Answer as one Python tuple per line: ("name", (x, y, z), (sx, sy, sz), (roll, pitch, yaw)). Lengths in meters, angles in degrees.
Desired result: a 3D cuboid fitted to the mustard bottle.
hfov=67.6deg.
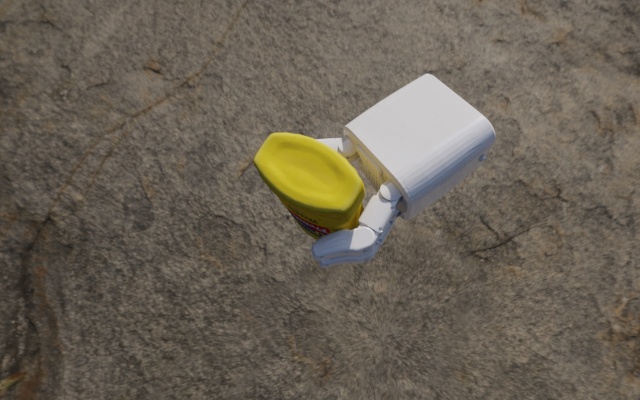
("mustard bottle", (0.000, 0.002, 0.479), (0.096, 0.058, 0.192), (28, -11, 14))
